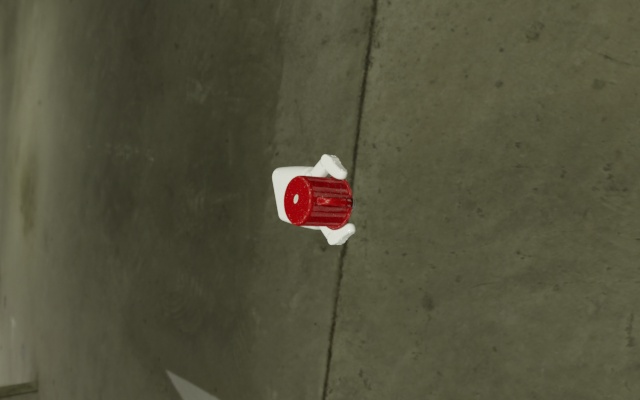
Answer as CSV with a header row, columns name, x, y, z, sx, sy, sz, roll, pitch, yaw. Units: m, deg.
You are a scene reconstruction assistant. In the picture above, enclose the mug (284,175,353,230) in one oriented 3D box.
name,x,y,z,sx,sy,sz,roll,pitch,yaw
mug,0.001,0.003,0.773,0.081,0.093,0.117,3,2,-37
